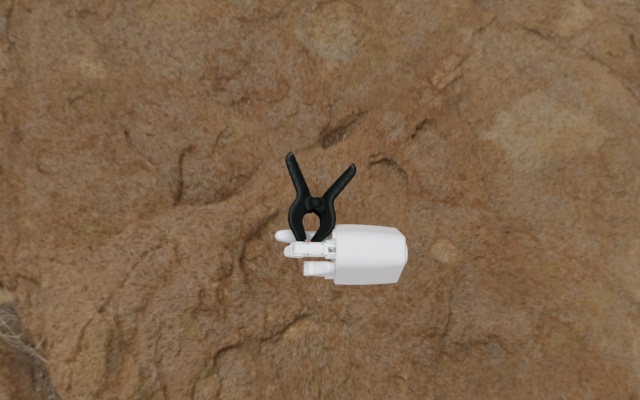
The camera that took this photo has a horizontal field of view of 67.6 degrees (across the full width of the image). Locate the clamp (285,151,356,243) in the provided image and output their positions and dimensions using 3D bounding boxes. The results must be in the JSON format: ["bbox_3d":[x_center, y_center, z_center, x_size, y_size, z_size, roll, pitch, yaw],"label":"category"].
[{"bbox_3d":[0.000,0.003,0.790,0.120,0.171,0.039,1,-12,0],"label":"clamp"}]
